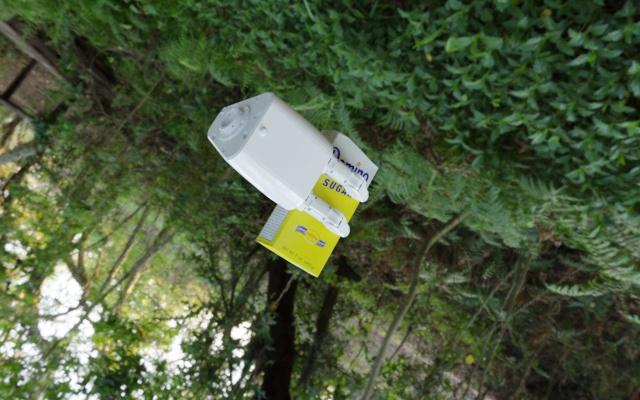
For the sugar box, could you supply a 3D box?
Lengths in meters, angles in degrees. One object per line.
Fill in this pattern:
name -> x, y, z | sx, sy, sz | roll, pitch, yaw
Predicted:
sugar box -> 0.000, 0.002, 0.635 | 0.093, 0.176, 0.048 | 38, -12, -37
